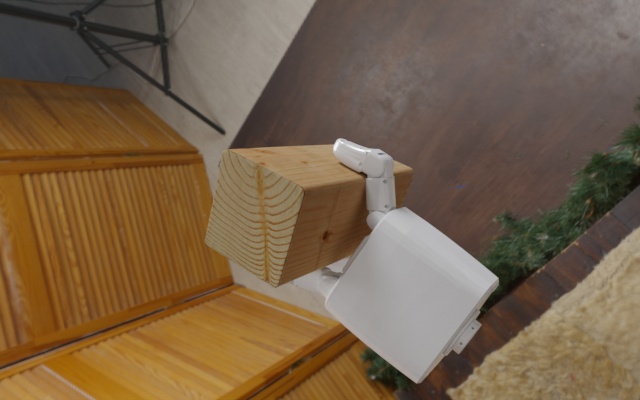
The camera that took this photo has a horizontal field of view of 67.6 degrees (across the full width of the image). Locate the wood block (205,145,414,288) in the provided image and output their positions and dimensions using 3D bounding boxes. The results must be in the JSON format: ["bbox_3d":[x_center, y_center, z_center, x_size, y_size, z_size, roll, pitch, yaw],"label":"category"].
[{"bbox_3d":[0.000,0.001,0.472,0.090,0.091,0.206,27,21,28],"label":"wood block"}]
